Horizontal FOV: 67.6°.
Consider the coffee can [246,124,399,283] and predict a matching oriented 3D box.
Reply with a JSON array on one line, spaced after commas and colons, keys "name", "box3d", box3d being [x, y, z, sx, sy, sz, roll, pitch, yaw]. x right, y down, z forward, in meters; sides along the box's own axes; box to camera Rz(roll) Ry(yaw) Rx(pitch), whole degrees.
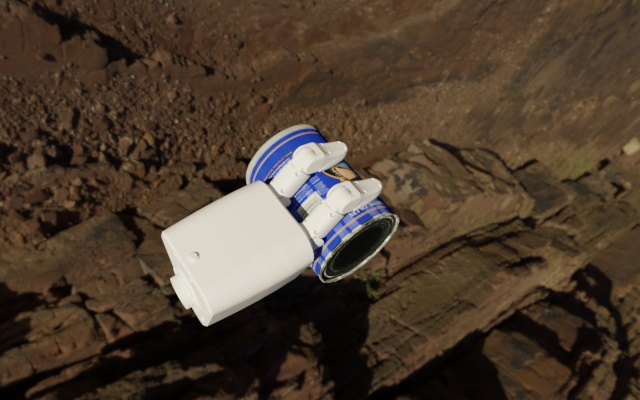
[{"name": "coffee can", "box3d": [0.000, 0.002, 0.514, 0.140, 0.103, 0.103, 50, 26, 25]}]
